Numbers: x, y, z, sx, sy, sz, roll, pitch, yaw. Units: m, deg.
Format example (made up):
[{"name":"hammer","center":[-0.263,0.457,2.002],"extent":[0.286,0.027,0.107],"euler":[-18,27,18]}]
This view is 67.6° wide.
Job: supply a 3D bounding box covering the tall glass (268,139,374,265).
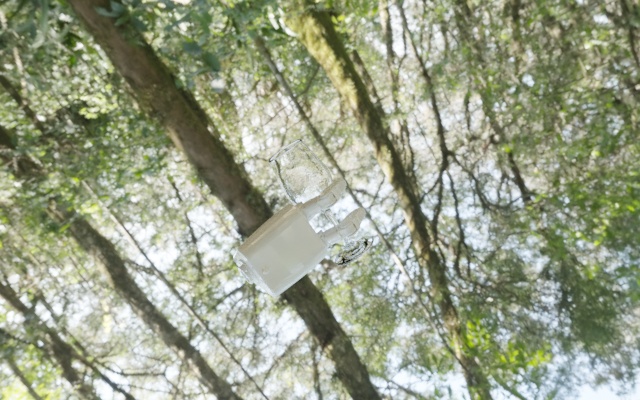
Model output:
[{"name":"tall glass","center":[0.001,0.003,0.753],"extent":[0.079,0.201,0.079],"euler":[-32,14,9]}]
